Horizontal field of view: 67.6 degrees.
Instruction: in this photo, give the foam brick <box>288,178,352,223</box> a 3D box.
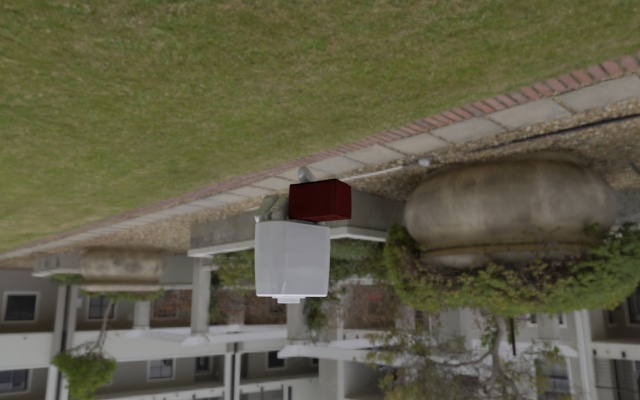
[{"bbox_3d":[0.000,0.002,0.686,0.078,0.051,0.053,-7,-14,30],"label":"foam brick"}]
